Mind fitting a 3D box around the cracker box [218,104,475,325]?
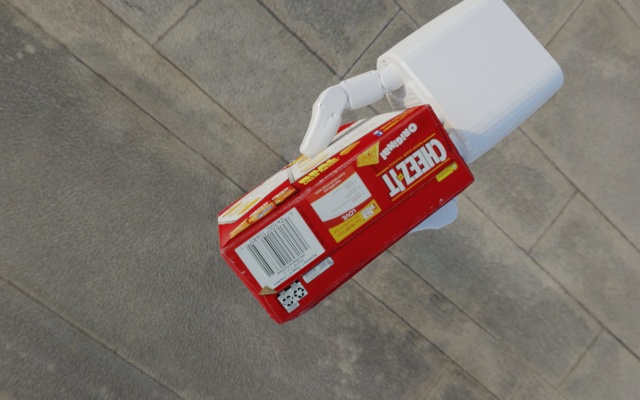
[{"bbox_3d":[0.000,0.001,0.402,0.164,0.072,0.213,-36,11,-8],"label":"cracker box"}]
